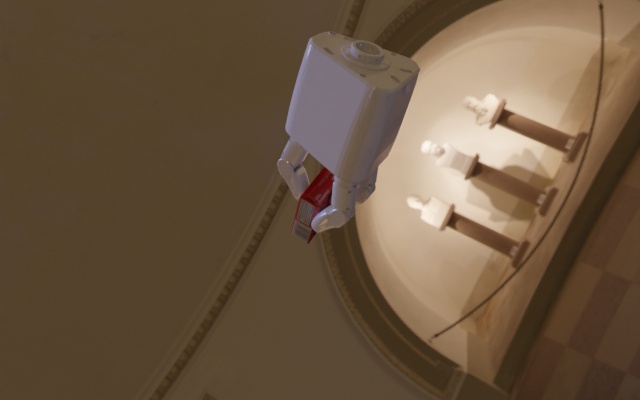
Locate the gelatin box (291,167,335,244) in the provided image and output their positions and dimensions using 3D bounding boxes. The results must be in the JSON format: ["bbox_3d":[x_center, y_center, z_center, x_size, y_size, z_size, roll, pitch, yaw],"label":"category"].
[{"bbox_3d":[0.000,0.002,0.592,0.030,0.073,0.089,32,-34,10],"label":"gelatin box"}]
